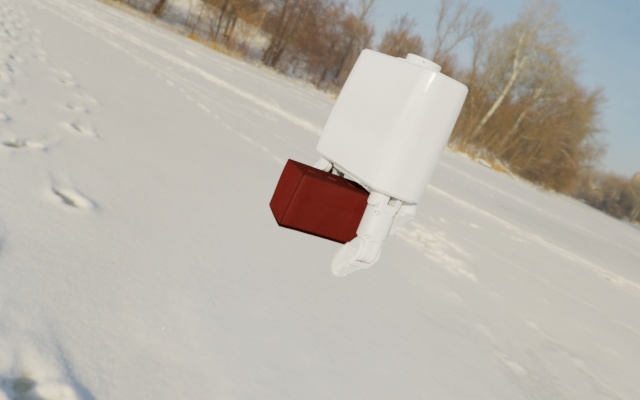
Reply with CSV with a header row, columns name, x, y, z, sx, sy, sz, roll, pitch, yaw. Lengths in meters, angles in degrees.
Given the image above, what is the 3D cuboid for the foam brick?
name,x,y,z,sx,sy,sz,roll,pitch,yaw
foam brick,0.000,0.001,0.439,0.078,0.051,0.053,17,15,-24
